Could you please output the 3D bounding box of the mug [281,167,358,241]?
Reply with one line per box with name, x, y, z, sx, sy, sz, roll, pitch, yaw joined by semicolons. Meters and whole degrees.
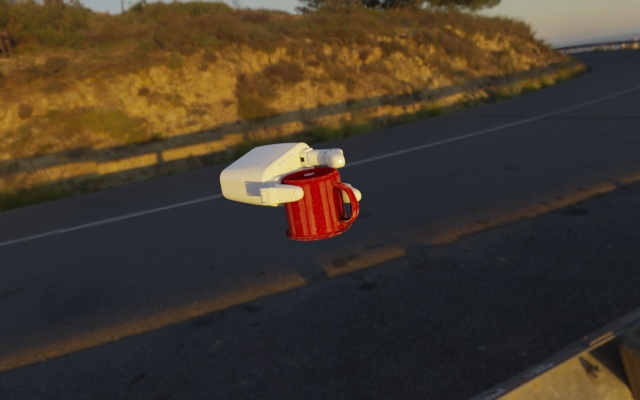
mug;0.001;0.002;0.658;0.117;0.081;0.093;3;19;40
